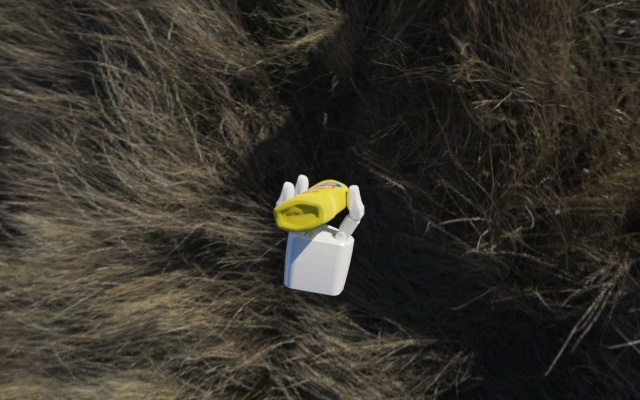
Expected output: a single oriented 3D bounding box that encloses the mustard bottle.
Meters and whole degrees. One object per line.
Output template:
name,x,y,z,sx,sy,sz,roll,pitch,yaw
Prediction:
mustard bottle,0.000,0.002,0.843,0.096,0.058,0.191,-10,10,24
